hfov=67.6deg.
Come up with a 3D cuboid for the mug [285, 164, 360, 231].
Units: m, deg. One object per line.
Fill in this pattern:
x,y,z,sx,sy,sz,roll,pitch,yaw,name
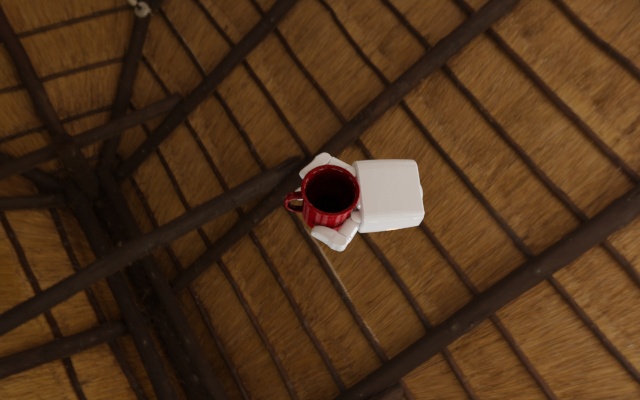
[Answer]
-0.001,0.003,0.775,0.117,0.093,0.081,-4,-28,-8,mug
